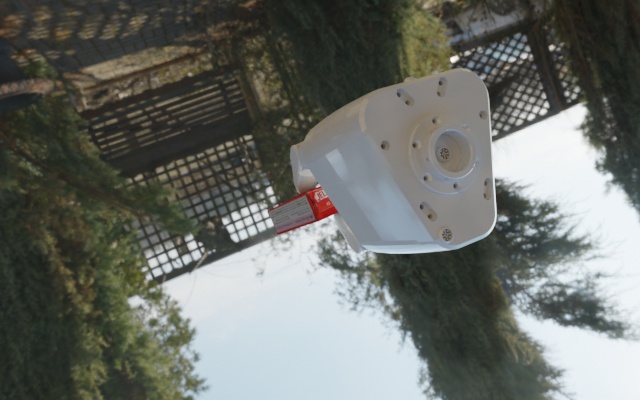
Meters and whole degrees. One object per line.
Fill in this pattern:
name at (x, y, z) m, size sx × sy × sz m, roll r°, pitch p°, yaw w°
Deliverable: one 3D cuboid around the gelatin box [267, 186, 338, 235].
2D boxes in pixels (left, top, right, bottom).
gelatin box at (0.000, 0.002, 0.463) m, size 0.073 × 0.030 × 0.089 m, roll -23°, pitch 0°, yaw -32°
